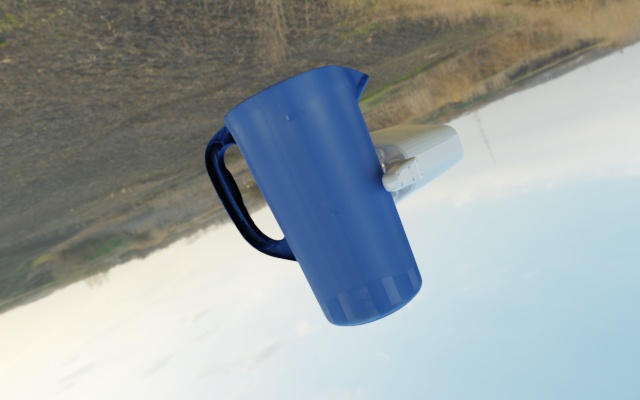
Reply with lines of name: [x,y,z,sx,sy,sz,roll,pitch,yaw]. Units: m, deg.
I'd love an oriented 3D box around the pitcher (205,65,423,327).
pitcher: [0.000,0.002,0.488,0.145,0.243,0.149,-26,5,-36]
